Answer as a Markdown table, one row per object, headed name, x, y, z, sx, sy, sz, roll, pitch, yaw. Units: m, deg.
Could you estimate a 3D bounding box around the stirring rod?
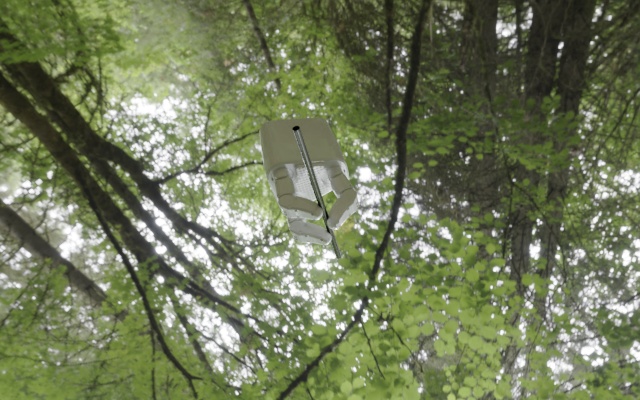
| name | x | y | z | sx | sy | sz | roll | pitch | yaw |
| --- | --- | --- | --- | --- | --- | --- | --- | --- | --- |
| stirring rod | 0.000 | 0.002 | 0.588 | 0.011 | 0.011 | 0.240 | 0 | -40 | 16 |
